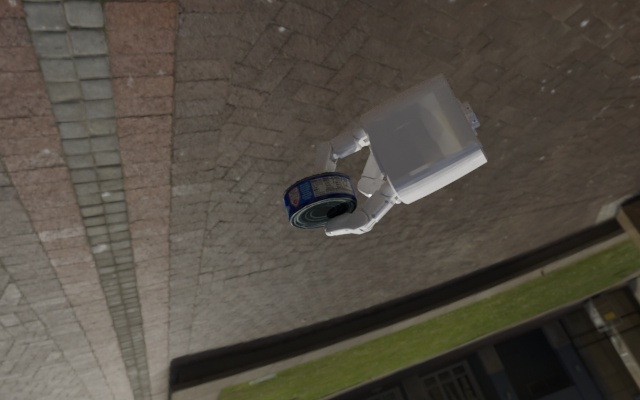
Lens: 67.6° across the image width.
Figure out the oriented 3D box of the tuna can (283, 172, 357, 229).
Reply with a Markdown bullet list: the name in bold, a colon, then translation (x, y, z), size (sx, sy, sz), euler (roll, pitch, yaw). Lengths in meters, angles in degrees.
- **tuna can**: translation (0.000, 0.002, 0.570), size (0.086, 0.033, 0.086), euler (-13, -23, -6)
